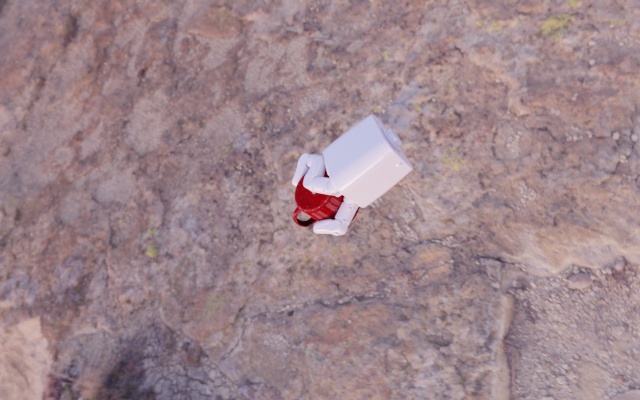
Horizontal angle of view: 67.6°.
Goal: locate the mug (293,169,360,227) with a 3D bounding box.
[{"bbox_3d":[-0.001,0.003,0.827,0.117,0.093,0.081,-38,-38,16],"label":"mug"}]
